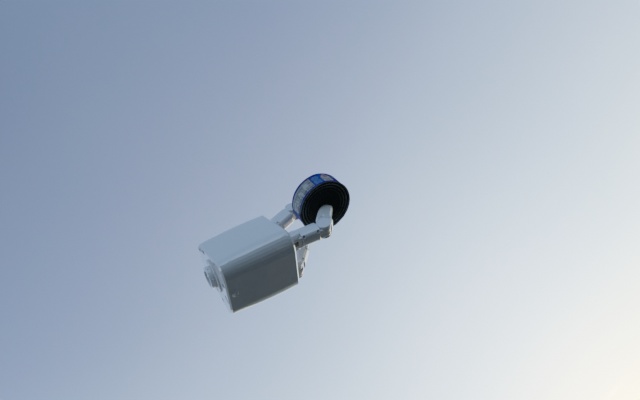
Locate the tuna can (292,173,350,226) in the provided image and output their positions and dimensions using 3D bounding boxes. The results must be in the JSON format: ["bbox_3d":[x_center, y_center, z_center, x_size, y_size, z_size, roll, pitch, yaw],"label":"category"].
[{"bbox_3d":[0.000,0.002,0.730,0.086,0.086,0.033,0,28,-34],"label":"tuna can"}]
